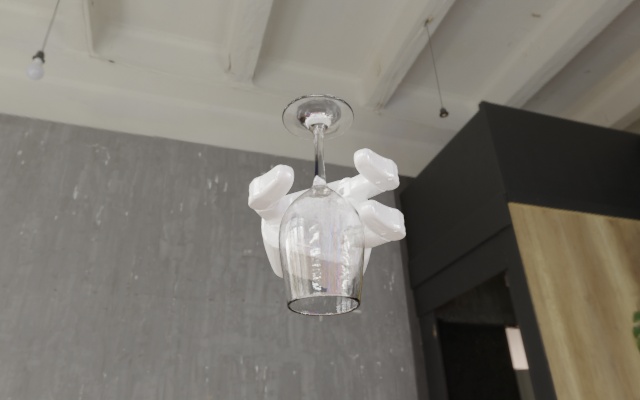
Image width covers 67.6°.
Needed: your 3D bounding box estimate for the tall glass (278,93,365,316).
[{"bbox_3d":[0.000,0.001,0.448,0.079,0.201,0.079,-1,-29,-1],"label":"tall glass"}]
